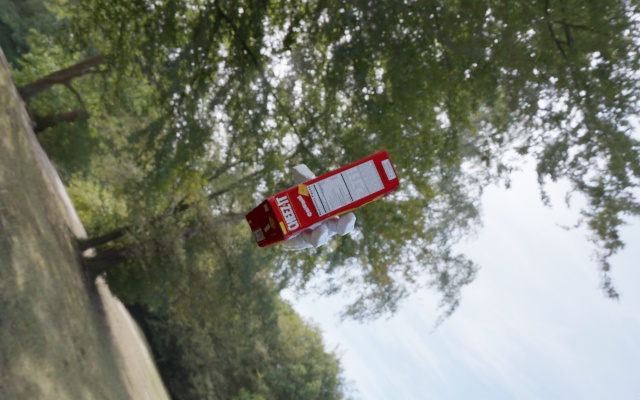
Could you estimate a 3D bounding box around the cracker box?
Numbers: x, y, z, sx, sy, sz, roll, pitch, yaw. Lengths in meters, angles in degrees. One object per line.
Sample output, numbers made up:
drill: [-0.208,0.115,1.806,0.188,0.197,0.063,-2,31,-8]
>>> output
cracker box: [0.000,0.002,0.782,0.213,0.072,0.164,-24,-2,-22]
